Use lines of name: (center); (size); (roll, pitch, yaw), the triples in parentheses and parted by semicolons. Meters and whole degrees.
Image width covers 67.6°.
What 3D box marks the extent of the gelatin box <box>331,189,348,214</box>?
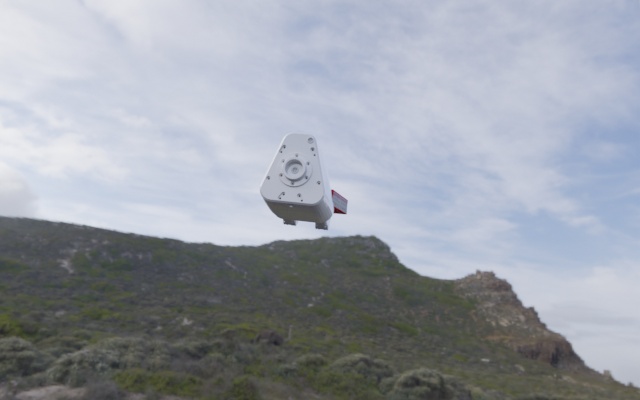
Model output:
gelatin box: (0.000, 0.002, 0.829); (0.073, 0.030, 0.089); (3, -10, 20)
